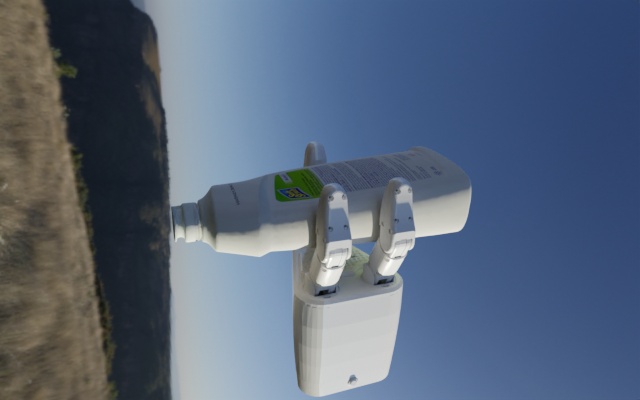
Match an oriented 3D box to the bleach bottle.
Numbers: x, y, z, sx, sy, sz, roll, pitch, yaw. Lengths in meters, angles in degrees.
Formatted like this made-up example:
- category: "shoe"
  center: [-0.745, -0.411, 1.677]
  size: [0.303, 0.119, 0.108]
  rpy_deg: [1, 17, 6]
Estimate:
- category: "bleach bottle"
  center: [0.000, 0.001, 0.419]
  size: [0.251, 0.068, 0.102]
  rpy_deg: [-7, 25, -20]
